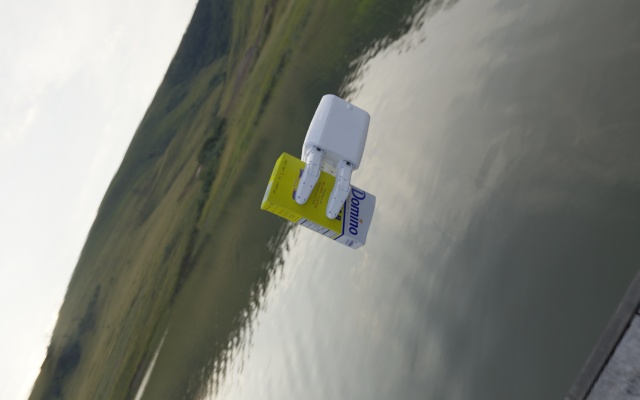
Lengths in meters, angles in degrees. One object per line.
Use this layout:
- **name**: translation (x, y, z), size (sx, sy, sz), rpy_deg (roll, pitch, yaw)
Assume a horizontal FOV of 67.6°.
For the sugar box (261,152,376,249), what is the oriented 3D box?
- **sugar box**: translation (0.000, 0.002, 0.775), size (0.176, 0.093, 0.048), rpy_deg (23, -26, -13)
